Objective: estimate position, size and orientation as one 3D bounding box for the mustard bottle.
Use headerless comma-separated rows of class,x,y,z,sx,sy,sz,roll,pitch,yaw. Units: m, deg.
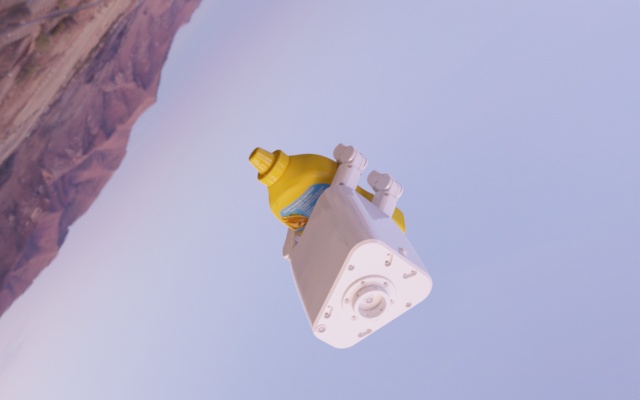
mustard bottle,0.000,0.002,0.539,0.192,0.058,0.096,35,-54,-25
